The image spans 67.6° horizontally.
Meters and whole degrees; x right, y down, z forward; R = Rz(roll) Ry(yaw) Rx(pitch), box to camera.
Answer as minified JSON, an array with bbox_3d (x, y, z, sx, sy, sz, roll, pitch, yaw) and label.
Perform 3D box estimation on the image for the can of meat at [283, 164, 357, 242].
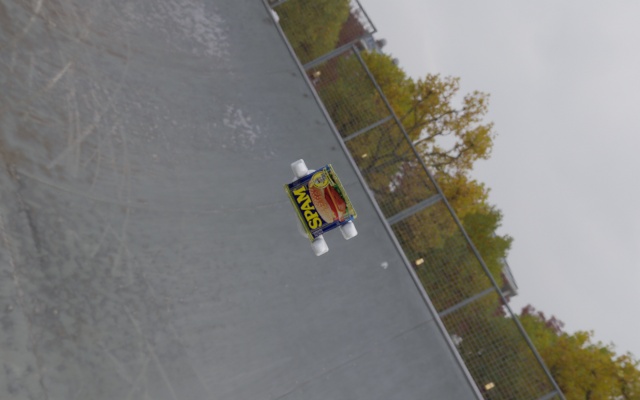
[{"bbox_3d":[0.000,0.002,0.767,0.084,0.102,0.057,-26,-3,0],"label":"can of meat"}]
